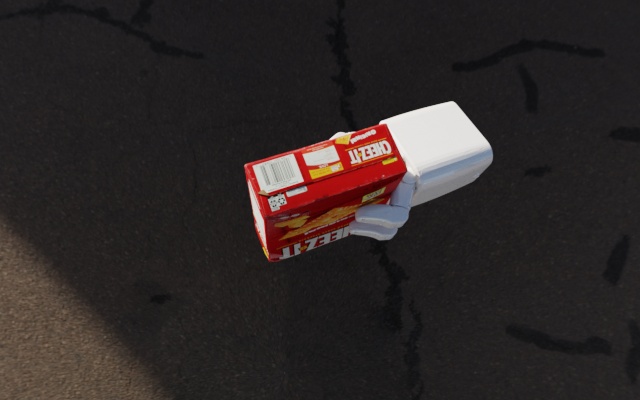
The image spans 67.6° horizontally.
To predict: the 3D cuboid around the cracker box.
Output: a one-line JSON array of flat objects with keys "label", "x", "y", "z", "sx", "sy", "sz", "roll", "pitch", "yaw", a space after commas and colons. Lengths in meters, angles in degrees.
[{"label": "cracker box", "x": 0.000, "y": 0.002, "z": 0.596, "sx": 0.164, "sy": 0.072, "sz": 0.214, "roll": -18, "pitch": -17, "yaw": -11}]
